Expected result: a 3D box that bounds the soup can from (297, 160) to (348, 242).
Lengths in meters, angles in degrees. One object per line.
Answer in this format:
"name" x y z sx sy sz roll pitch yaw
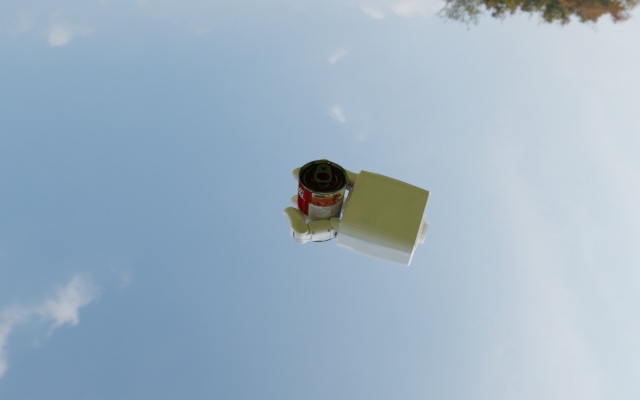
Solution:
"soup can" 0.000 0.002 0.682 0.068 0.068 0.102 3 -45 -3
